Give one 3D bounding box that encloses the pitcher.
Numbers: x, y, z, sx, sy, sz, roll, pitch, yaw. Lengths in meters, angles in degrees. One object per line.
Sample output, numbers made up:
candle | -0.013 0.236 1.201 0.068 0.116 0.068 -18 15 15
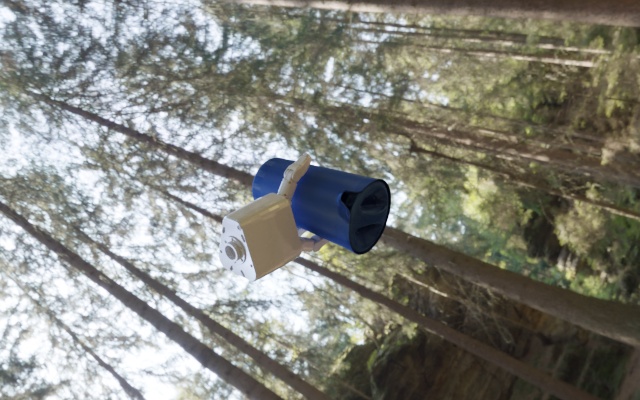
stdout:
pitcher | 0.000 0.003 0.873 0.243 0.149 0.145 19 34 34
